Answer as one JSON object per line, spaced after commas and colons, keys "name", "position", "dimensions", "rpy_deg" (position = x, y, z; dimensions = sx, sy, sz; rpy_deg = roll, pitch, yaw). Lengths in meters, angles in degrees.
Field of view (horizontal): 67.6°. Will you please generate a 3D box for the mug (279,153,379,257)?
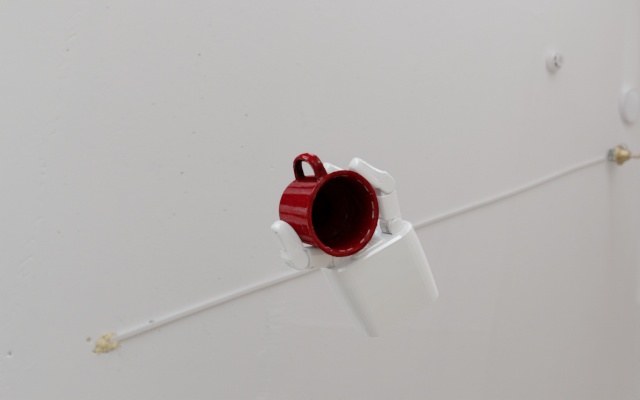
{"name": "mug", "position": [-0.001, 0.001, 0.535], "dimensions": [0.093, 0.117, 0.081], "rpy_deg": [-34, 19, -26]}
